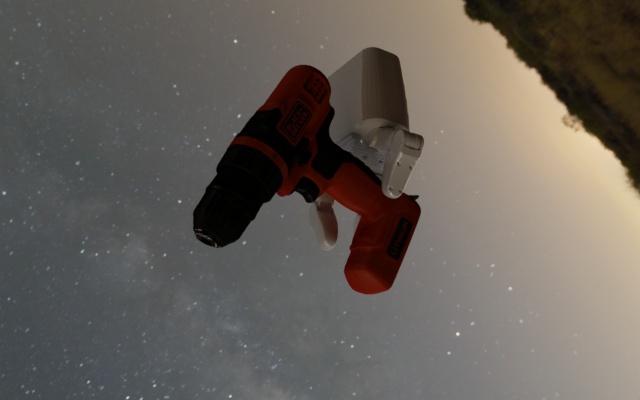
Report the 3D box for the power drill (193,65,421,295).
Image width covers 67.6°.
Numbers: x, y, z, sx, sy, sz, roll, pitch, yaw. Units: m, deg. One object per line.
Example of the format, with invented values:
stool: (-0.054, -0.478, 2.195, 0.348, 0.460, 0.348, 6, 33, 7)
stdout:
power drill: (0.000, 0.001, 0.416, 0.188, 0.184, 0.057, 44, -31, -27)
